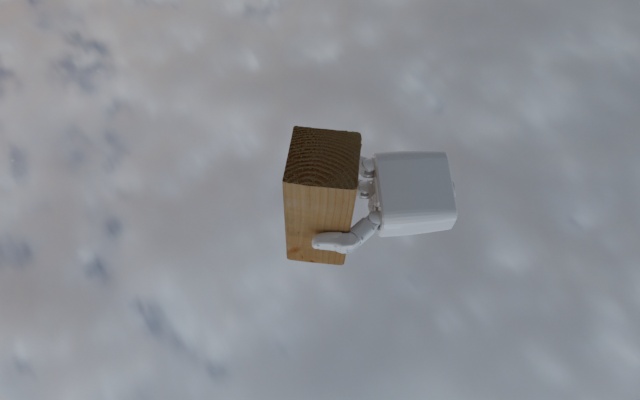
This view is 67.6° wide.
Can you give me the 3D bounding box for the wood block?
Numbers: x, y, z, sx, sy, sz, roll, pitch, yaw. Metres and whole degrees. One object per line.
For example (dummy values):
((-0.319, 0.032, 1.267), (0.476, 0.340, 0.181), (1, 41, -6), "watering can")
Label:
((0.000, 0.003, 0.662), (0.090, 0.090, 0.206), (6, -33, 2), "wood block")
